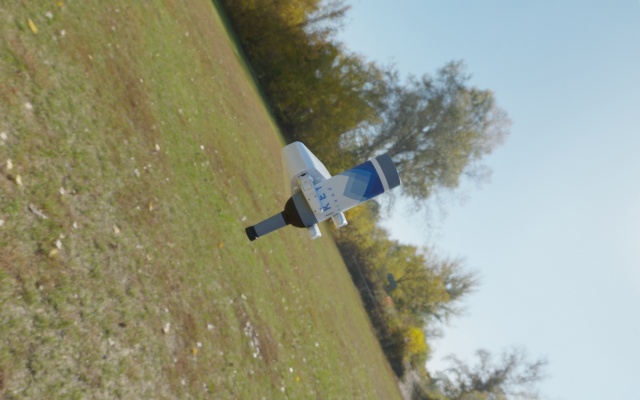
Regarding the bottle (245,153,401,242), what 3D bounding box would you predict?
[{"bbox_3d":[0.000,0.003,0.880,0.296,0.069,0.069,-24,0,1],"label":"bottle"}]
